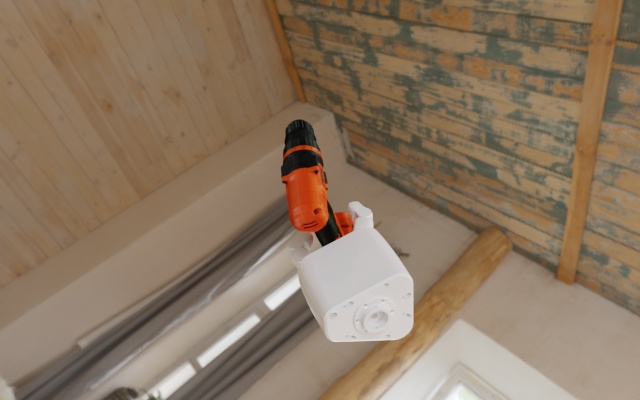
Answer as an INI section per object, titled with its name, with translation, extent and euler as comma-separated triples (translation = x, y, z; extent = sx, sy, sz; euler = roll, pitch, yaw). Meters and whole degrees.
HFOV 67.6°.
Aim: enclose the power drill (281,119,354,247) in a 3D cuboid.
[power drill]
translation = 0.000, 0.003, 0.658
extent = 0.057, 0.184, 0.188
euler = -17, -43, 13
